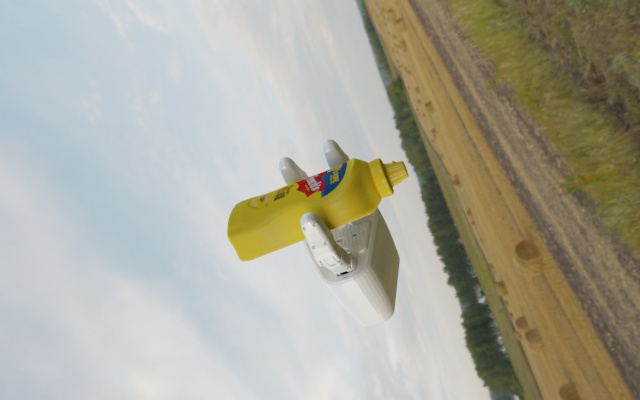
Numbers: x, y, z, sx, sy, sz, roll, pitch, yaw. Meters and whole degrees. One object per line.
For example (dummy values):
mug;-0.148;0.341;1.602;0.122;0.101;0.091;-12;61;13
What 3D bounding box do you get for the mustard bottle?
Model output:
mustard bottle;0.000;0.001;0.506;0.191;0.058;0.096;-21;18;13
